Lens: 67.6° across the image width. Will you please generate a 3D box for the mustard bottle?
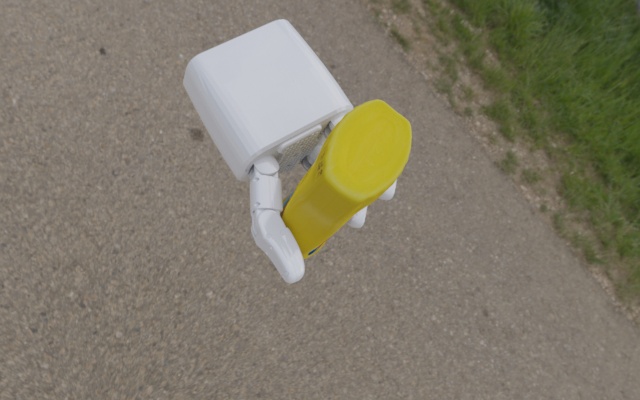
[{"bbox_3d":[0.000,0.001,0.411,0.058,0.096,0.192,36,-35,-4],"label":"mustard bottle"}]
